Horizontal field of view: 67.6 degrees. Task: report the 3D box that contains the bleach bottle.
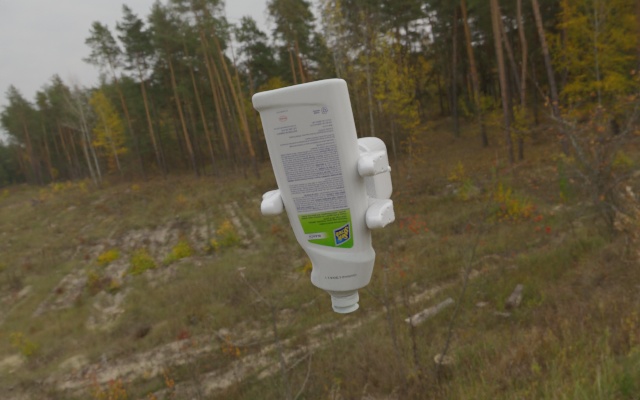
[{"bbox_3d":[0.000,0.002,0.523,0.102,0.251,0.068,-6,11,19],"label":"bleach bottle"}]
